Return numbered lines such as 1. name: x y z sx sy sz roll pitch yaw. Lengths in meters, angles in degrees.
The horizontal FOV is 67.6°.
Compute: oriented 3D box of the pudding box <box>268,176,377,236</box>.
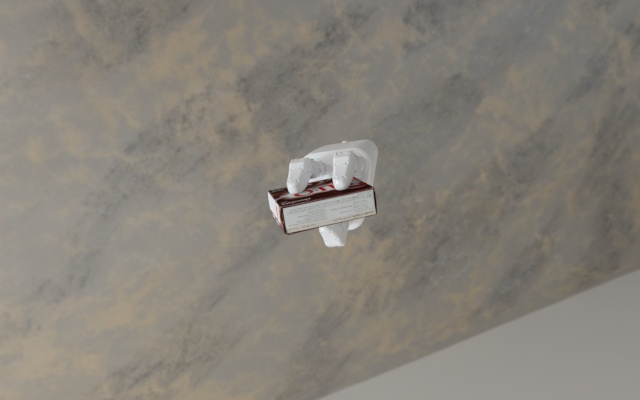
1. pudding box: 0.000 0.002 0.569 0.113 0.039 0.090 -14 15 -12
